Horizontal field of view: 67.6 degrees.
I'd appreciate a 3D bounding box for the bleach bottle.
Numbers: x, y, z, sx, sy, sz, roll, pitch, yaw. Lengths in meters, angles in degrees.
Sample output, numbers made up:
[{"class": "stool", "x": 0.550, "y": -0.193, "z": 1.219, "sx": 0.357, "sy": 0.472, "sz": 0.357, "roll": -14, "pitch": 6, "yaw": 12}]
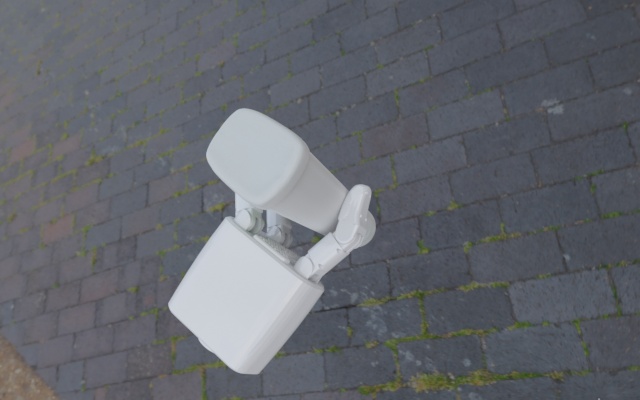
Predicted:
[{"class": "bleach bottle", "x": 0.000, "y": 0.002, "z": 0.491, "sx": 0.102, "sy": 0.068, "sz": 0.251, "roll": 37, "pitch": 1, "yaw": 36}]
